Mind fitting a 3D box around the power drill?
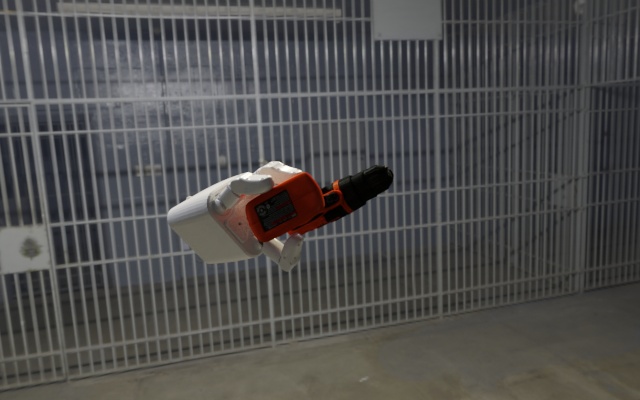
[{"bbox_3d":[0.000,0.002,0.646,0.184,0.057,0.187,-30,-11,19],"label":"power drill"}]
